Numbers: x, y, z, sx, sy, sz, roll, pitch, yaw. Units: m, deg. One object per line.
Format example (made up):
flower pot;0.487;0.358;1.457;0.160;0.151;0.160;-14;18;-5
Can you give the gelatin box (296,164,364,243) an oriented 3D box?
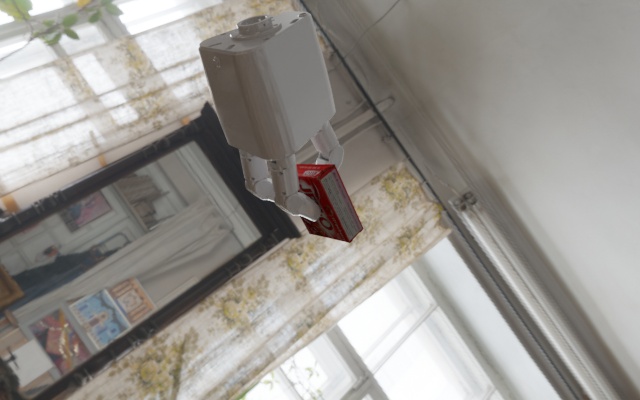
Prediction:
gelatin box;0.001;0.002;0.540;0.030;0.089;0.073;-41;29;-29
